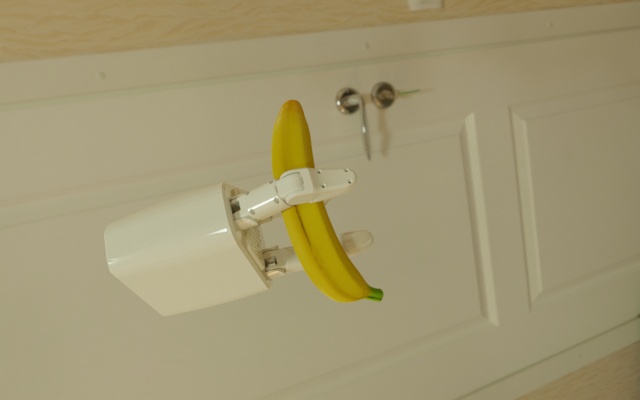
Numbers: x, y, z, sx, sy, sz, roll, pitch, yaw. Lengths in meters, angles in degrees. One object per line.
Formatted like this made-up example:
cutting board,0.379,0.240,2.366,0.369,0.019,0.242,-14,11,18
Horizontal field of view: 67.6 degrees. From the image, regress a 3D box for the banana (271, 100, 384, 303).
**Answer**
banana,-0.006,0.008,0.408,0.037,0.198,0.069,-22,1,27
